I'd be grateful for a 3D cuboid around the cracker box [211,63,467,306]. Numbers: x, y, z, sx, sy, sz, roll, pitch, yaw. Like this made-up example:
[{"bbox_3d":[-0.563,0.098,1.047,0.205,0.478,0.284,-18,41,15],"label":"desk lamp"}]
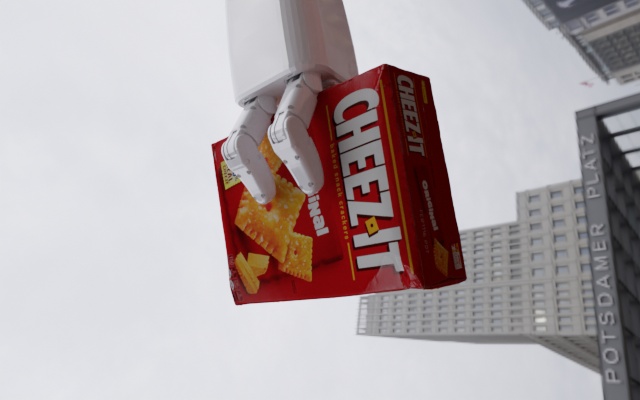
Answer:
[{"bbox_3d":[0.000,0.001,0.414,0.214,0.164,0.072,-15,-9,41],"label":"cracker box"}]
